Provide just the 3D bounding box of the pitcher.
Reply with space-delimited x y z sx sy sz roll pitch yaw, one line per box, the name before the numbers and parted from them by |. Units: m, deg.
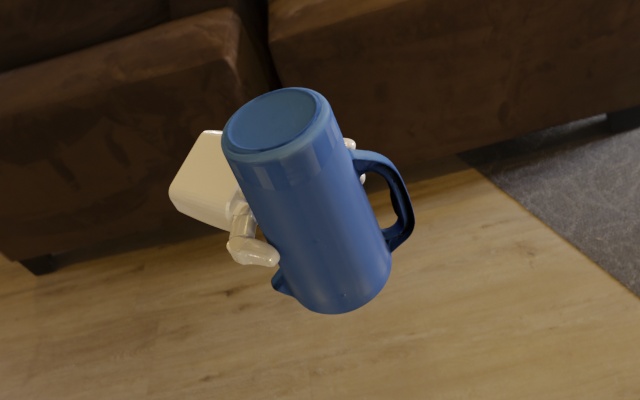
pitcher | 0.000 0.002 0.515 0.145 0.149 0.243 14 -36 32
